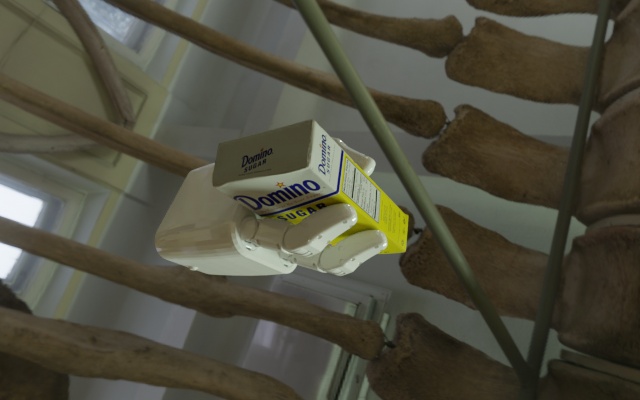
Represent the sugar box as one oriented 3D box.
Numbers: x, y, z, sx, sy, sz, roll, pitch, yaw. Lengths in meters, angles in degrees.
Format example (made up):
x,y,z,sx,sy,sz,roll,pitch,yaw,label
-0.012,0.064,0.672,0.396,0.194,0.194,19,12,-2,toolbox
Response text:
x,y,z,sx,sy,sz,roll,pitch,yaw,label
0.000,0.002,0.413,0.093,0.048,0.176,-9,-26,31,sugar box
